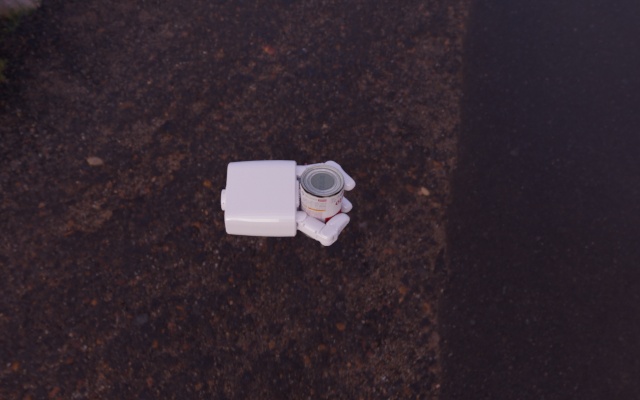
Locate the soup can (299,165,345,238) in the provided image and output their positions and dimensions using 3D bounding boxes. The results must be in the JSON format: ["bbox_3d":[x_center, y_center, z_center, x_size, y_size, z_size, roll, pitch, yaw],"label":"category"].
[{"bbox_3d":[0.001,0.002,0.739,0.068,0.068,0.102,0,-41,-4],"label":"soup can"}]
